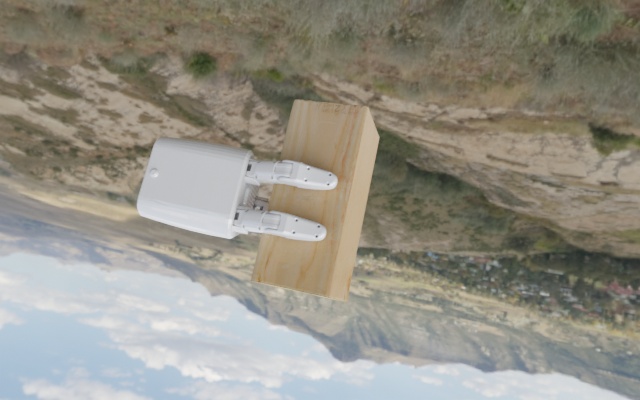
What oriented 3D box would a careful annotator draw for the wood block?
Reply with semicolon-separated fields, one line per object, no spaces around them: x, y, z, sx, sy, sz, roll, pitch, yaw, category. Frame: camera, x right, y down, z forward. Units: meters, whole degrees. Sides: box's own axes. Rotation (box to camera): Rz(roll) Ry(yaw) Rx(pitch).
0.000;0.002;0.543;0.090;0.206;0.091;9;-12;17;wood block
